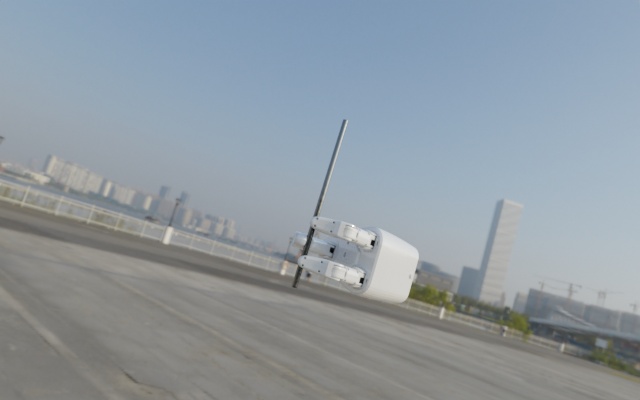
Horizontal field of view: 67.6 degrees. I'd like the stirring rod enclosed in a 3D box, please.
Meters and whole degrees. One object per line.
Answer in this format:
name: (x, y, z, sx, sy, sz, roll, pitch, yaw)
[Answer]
stirring rod: (0.000, 0.002, 0.651, 0.011, 0.239, 0.011, 17, -7, 2)
